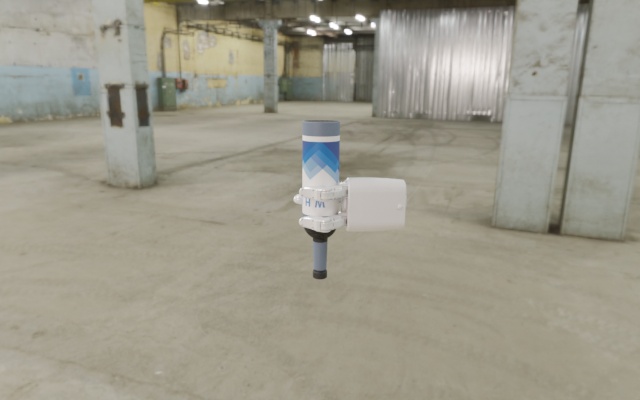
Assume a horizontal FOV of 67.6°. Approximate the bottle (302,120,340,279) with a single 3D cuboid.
[{"bbox_3d":[0.000,0.003,0.879,0.069,0.296,0.069,0,13,0],"label":"bottle"}]
